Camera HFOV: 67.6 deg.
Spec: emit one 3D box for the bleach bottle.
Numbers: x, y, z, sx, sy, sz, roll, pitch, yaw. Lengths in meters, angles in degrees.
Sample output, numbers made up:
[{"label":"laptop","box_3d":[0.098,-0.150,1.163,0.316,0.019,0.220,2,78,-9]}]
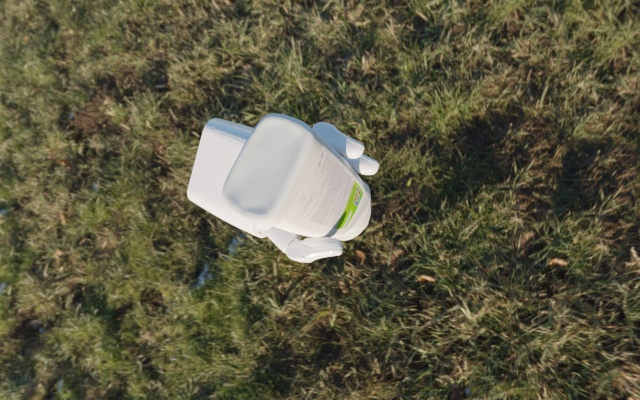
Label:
[{"label":"bleach bottle","box_3d":[0.000,0.002,0.517,0.068,0.102,0.251,24,-5,27]}]
